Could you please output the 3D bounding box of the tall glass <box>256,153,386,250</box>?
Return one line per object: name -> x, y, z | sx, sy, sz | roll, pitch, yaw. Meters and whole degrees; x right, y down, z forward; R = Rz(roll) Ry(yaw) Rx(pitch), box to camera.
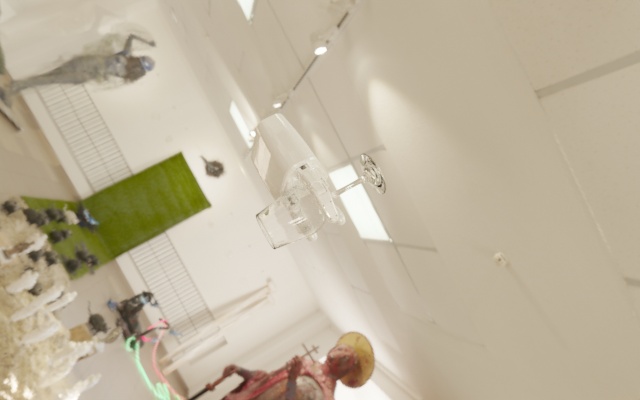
tall glass -> 0.001, 0.002, 0.753 | 0.201, 0.079, 0.079 | -29, 7, -13
